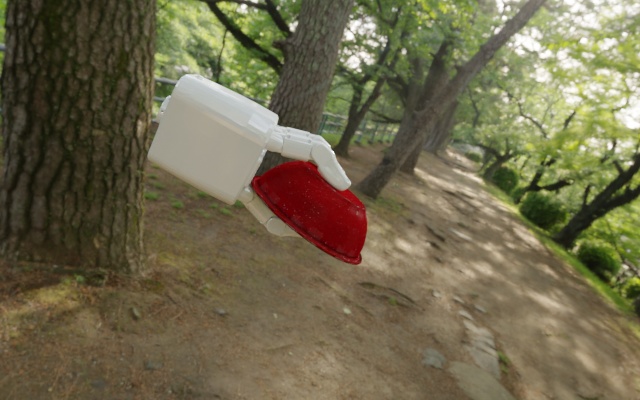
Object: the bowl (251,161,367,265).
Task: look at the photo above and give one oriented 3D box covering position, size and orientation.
[{"bbox_3d":[0.001,0.002,0.555,0.162,0.055,0.162,37,9,-7],"label":"bowl"}]
